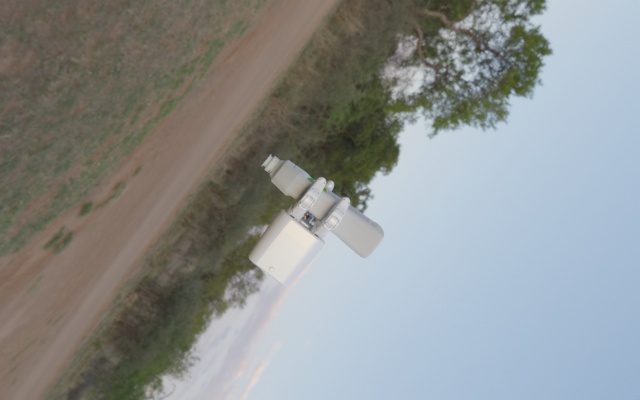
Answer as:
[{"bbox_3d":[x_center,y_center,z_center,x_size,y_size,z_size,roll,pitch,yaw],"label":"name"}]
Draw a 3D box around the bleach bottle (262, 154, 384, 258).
[{"bbox_3d":[0.000,0.003,0.880,0.251,0.068,0.102,38,5,-7],"label":"bleach bottle"}]
